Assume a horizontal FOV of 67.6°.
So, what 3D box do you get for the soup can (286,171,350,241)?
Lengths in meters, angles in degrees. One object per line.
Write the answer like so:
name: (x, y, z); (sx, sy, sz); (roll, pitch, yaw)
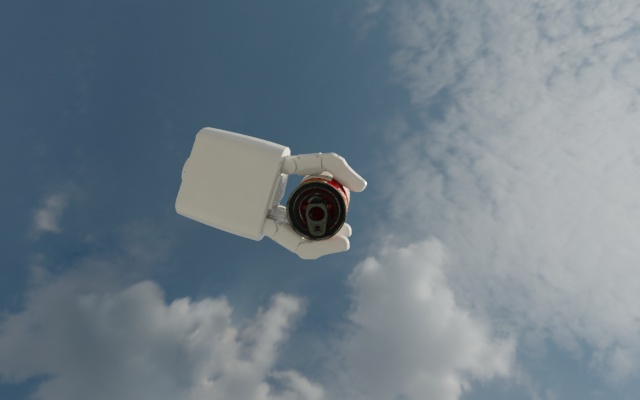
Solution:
soup can: (0.001, 0.002, 0.574); (0.068, 0.068, 0.102); (0, 12, 6)
